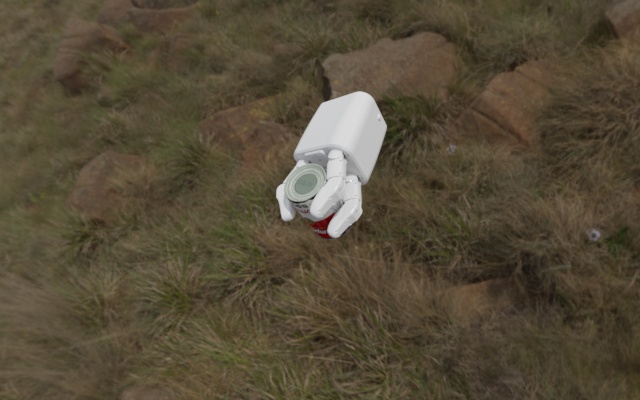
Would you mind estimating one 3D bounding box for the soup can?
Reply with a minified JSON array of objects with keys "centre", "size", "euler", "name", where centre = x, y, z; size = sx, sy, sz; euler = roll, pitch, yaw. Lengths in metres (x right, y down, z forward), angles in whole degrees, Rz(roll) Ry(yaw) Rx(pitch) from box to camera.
[{"centre":[0.000,0.002,0.689],"size":[0.068,0.068,0.102],"euler":[0,-33,30],"name":"soup can"}]
